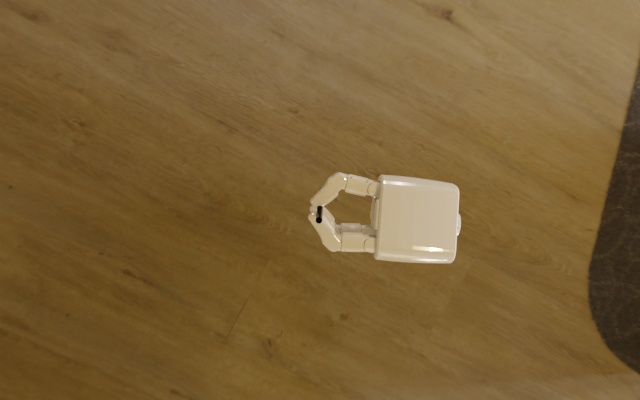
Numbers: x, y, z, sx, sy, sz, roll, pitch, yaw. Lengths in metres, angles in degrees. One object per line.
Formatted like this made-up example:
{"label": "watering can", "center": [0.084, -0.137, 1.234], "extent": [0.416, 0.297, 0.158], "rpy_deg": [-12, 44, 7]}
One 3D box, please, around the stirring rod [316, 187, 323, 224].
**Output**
{"label": "stirring rod", "center": [0.000, 0.002, 0.698], "extent": [0.011, 0.011, 0.239], "rpy_deg": [0, 11, 1]}
